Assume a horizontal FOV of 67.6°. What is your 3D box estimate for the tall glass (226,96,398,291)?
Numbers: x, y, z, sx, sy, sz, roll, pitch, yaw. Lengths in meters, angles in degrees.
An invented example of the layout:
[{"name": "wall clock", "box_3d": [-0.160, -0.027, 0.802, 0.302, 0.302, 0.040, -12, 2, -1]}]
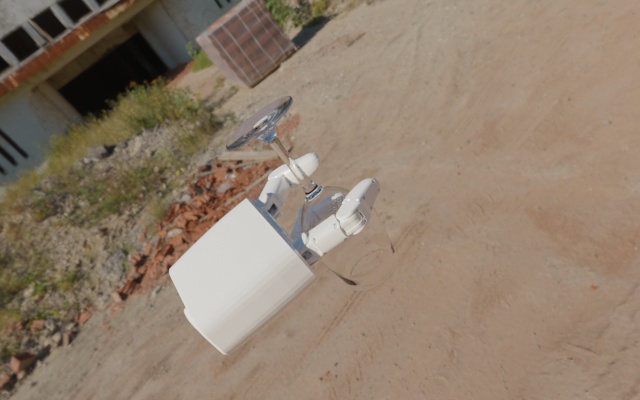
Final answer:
[{"name": "tall glass", "box_3d": [0.000, 0.001, 0.467, 0.079, 0.201, 0.079, -31, 25, 16]}]
